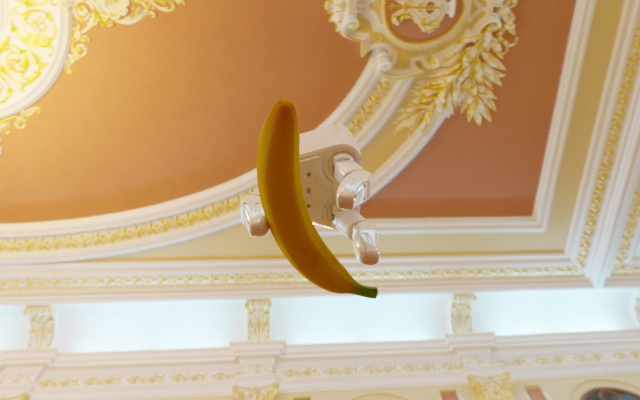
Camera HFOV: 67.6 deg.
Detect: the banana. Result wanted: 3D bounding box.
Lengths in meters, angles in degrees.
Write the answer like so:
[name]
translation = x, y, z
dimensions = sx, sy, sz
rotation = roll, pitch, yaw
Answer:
[banana]
translation = -0.016, 0.011, 0.420
dimensions = 0.069, 0.198, 0.037
rotation = -21, 21, 12
